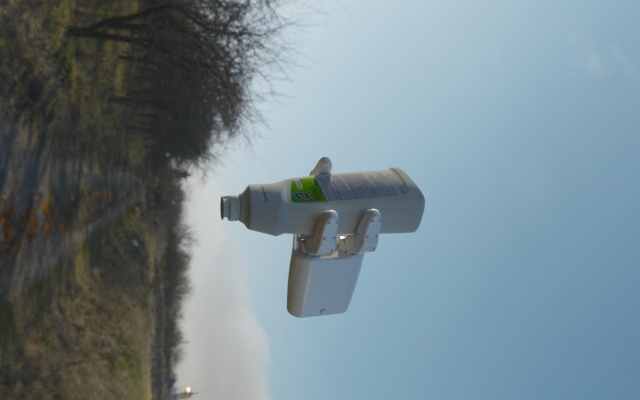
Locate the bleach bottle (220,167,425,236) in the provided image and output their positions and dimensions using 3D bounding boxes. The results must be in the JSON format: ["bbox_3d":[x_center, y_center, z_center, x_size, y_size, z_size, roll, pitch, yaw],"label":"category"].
[{"bbox_3d":[0.000,0.002,0.606,0.251,0.068,0.102,-1,30,-19],"label":"bleach bottle"}]
